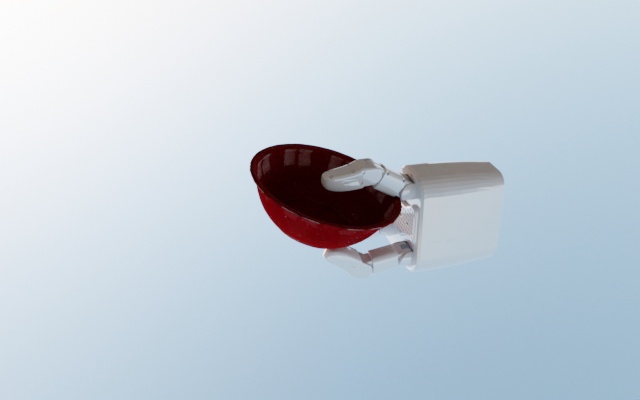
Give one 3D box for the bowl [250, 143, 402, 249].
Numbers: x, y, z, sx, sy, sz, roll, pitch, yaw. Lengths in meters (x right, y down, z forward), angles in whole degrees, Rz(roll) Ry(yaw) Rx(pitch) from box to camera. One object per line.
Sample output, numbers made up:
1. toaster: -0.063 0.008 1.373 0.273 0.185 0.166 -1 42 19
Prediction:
1. bowl: -0.001 0.002 0.503 0.162 0.055 0.162 14 30 -8
